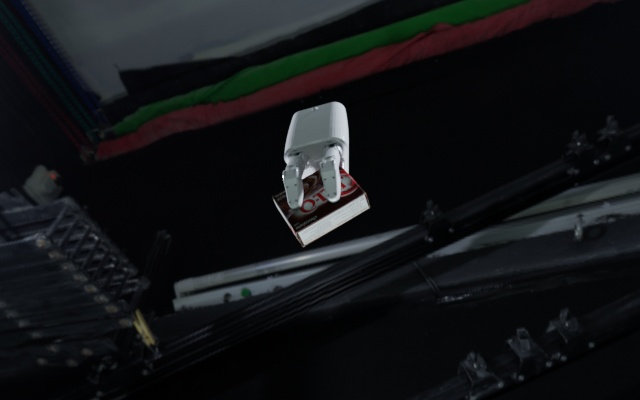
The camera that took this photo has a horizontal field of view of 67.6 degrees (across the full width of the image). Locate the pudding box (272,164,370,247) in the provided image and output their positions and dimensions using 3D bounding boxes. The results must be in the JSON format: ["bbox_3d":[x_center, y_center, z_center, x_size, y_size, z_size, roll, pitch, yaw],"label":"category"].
[{"bbox_3d":[0.000,0.002,0.681,0.113,0.039,0.090,-32,43,-6],"label":"pudding box"}]
